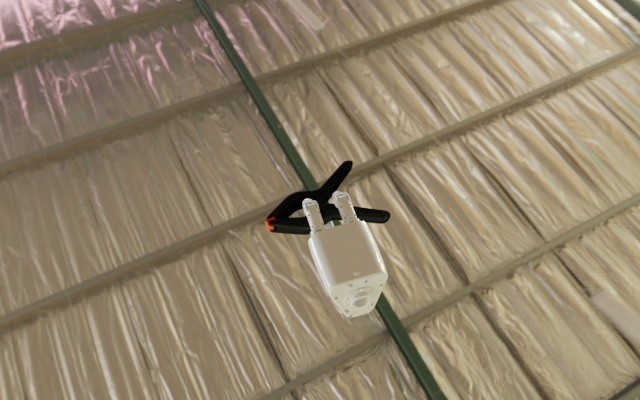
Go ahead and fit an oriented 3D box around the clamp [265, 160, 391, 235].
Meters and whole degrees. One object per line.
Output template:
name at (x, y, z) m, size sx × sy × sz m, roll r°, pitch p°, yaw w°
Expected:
clamp at (0.000, 0.004, 0.861) m, size 0.210 × 0.036 × 0.164 m, roll -15°, pitch 46°, yaw -7°
